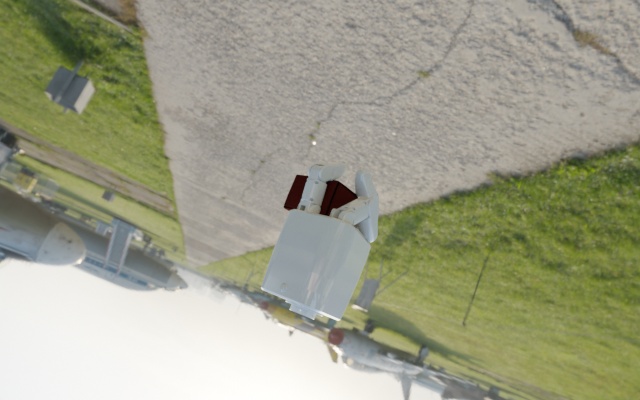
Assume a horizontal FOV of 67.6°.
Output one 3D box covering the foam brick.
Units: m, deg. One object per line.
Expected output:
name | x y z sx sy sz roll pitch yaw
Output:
foam brick | 0.000 0.002 0.637 0.078 0.051 0.053 11 -16 41
